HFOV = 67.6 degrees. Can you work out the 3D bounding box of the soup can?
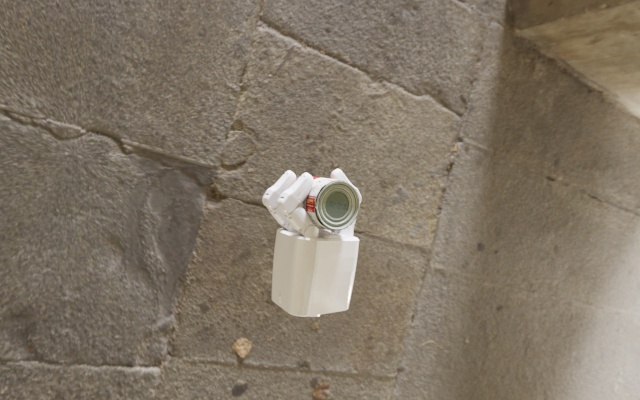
[{"bbox_3d":[0.000,0.002,0.660,0.068,0.068,0.102,0,5,-27],"label":"soup can"}]
